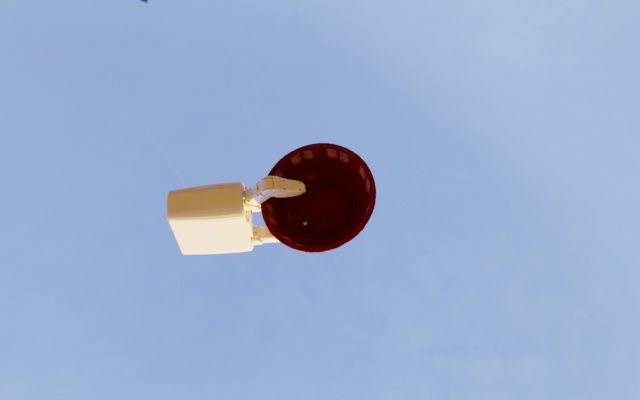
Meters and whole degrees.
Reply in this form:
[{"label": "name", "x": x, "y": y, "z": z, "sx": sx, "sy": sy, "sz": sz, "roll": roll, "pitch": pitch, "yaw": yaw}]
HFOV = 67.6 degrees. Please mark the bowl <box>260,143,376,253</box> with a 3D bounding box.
[{"label": "bowl", "x": 0.001, "y": 0.002, "z": 0.672, "sx": 0.162, "sy": 0.162, "sz": 0.055, "roll": 0, "pitch": -22, "yaw": 13}]
